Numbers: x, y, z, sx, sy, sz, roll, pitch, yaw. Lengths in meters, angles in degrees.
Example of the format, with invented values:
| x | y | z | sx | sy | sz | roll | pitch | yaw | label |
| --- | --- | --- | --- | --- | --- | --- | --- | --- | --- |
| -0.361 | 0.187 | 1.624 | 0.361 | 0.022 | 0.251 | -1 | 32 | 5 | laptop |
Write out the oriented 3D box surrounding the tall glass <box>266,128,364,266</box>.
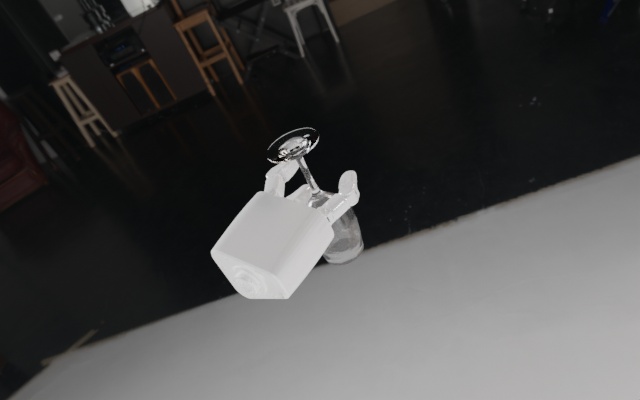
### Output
| x | y | z | sx | sy | sz | roll | pitch | yaw | label |
| --- | --- | --- | --- | --- | --- | --- | --- | --- | --- |
| 0.000 | 0.002 | 0.670 | 0.079 | 0.201 | 0.079 | -18 | 35 | 13 | tall glass |
